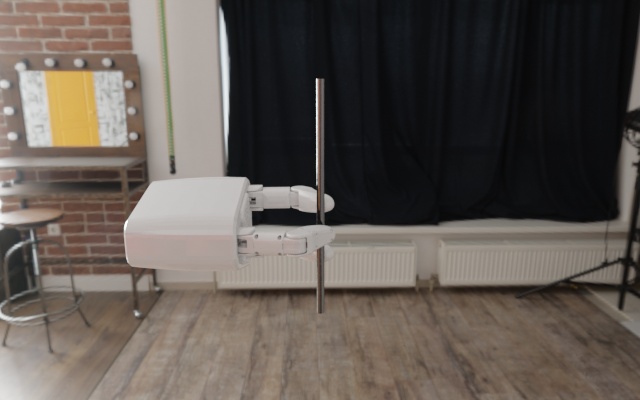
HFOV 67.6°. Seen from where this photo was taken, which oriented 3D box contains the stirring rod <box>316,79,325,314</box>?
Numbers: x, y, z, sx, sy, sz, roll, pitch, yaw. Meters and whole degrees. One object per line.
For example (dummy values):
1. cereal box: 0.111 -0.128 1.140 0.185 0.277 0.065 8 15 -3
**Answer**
1. stirring rod: 0.000 0.002 0.481 0.011 0.239 0.011 0 13 0
